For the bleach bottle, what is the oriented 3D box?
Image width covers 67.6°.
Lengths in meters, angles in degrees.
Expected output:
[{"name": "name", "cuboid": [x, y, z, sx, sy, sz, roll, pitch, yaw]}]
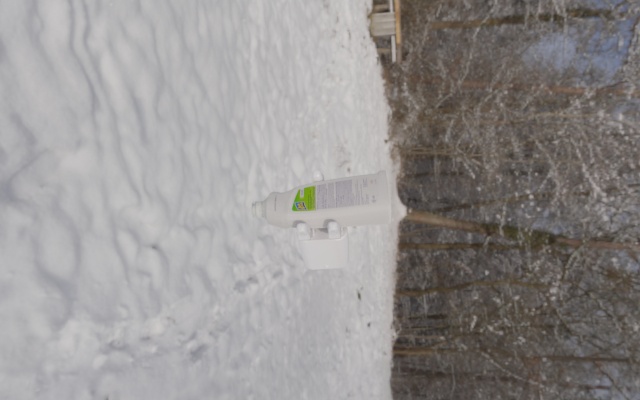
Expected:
[{"name": "bleach bottle", "cuboid": [0.000, 0.003, 0.878, 0.251, 0.102, 0.068, -4, -41, 5]}]
